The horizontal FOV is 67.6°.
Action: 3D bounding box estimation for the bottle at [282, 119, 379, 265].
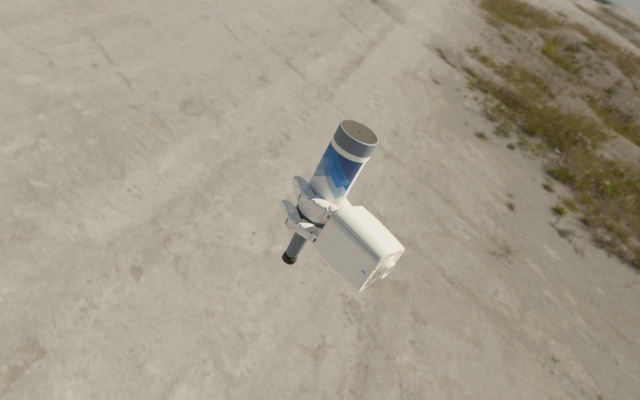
[{"bbox_3d":[0.000,0.002,0.810,0.069,0.296,0.069,20,35,-14],"label":"bottle"}]
